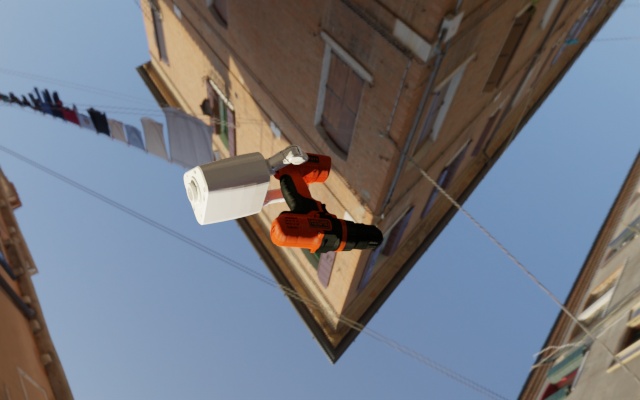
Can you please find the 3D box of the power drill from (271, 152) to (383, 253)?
[{"bbox_3d":[0.000,0.002,0.781,0.184,0.187,0.057,7,-47,-24],"label":"power drill"}]
